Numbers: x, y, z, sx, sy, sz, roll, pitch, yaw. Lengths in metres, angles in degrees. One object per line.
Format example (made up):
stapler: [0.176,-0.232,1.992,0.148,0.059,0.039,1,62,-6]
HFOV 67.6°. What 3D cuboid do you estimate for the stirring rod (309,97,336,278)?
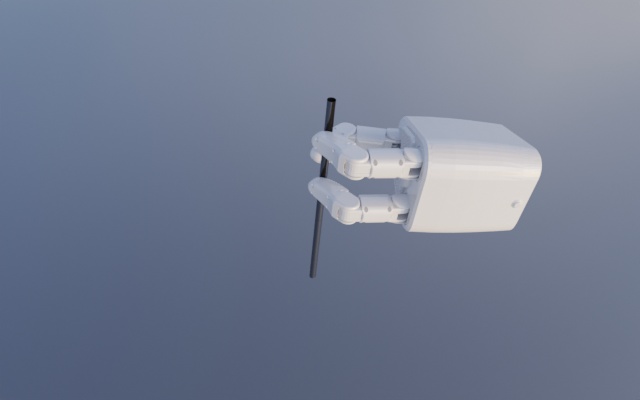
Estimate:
stirring rod: [0.000,0.002,0.494,0.011,0.240,0.011,3,42,-3]
